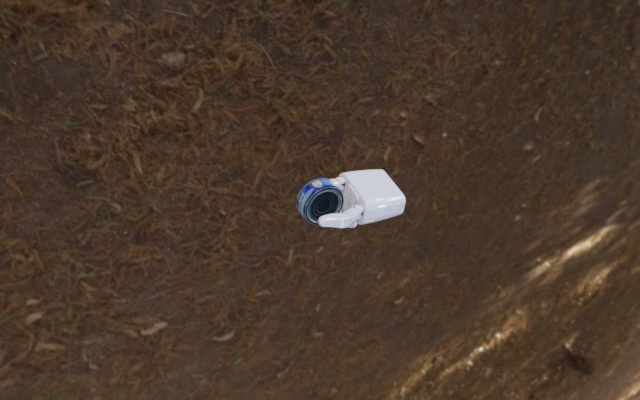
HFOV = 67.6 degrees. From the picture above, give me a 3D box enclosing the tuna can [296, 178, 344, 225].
[{"bbox_3d":[0.000,0.003,0.889,0.086,0.086,0.033,0,30,-33],"label":"tuna can"}]
